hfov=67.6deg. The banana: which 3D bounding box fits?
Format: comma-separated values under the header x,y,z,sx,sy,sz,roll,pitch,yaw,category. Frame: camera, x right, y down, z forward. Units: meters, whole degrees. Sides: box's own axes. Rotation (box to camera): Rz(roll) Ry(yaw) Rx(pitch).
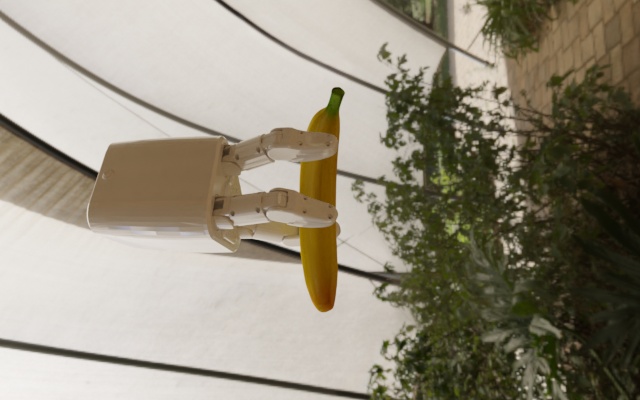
x,y,z,sx,sy,sz,roll,pitch,yaw,category
-0.001,0.000,0.442,0.037,0.197,0.069,2,-7,-4,banana
